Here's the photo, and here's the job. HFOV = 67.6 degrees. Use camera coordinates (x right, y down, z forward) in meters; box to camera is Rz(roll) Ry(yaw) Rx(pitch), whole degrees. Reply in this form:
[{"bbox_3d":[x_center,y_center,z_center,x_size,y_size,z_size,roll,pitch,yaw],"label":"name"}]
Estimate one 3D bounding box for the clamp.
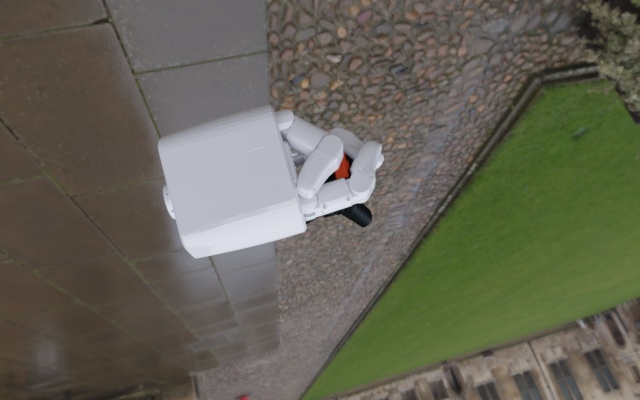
[{"bbox_3d":[0.000,0.002,0.516,0.120,0.039,0.171,-15,-24,-3],"label":"clamp"}]
